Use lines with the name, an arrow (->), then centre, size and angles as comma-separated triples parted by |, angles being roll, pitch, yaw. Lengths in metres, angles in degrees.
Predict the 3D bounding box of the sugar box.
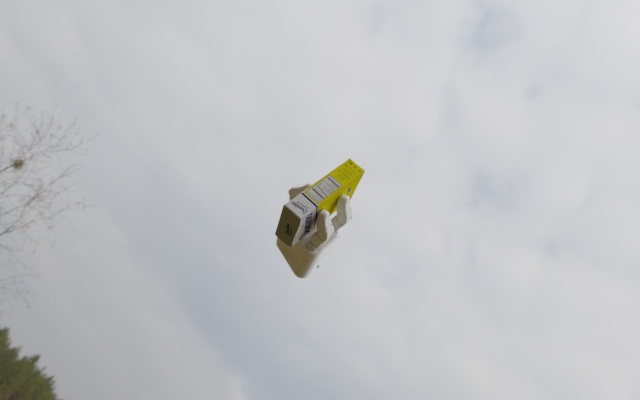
sugar box -> 0.001, 0.003, 0.853 | 0.176, 0.048, 0.093 | -40, -17, -36
